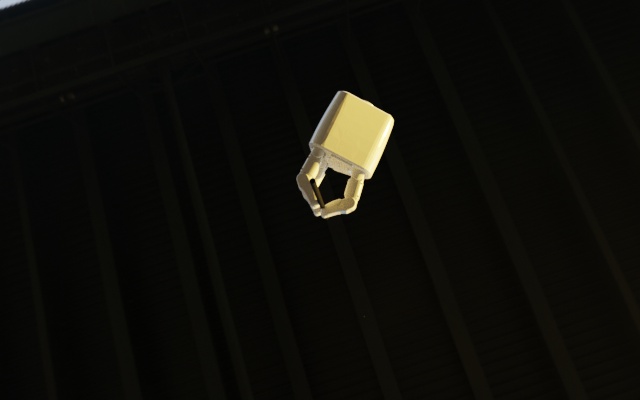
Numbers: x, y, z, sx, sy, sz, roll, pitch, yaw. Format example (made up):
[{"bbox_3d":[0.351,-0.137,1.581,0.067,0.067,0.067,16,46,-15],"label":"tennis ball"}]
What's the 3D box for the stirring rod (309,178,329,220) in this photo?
[{"bbox_3d":[0.000,0.002,0.743,0.011,0.011,0.239,0,-14,5],"label":"stirring rod"}]
